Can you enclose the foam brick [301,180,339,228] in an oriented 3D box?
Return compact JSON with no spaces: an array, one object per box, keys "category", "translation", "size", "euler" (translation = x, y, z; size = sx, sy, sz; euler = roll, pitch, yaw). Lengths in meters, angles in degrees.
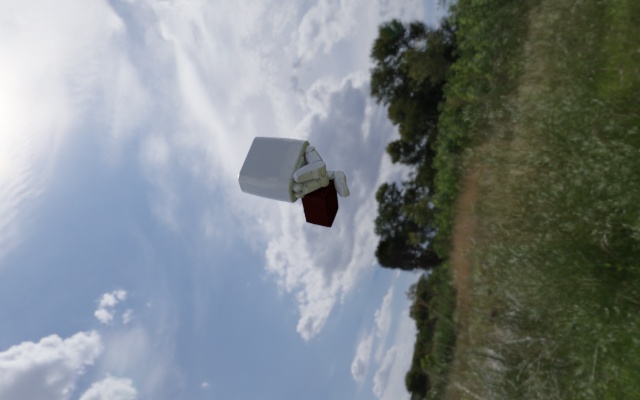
[{"category":"foam brick","translation":[0.000,0.003,0.893],"size":[0.051,0.078,0.053],"euler":[9,47,18]}]
